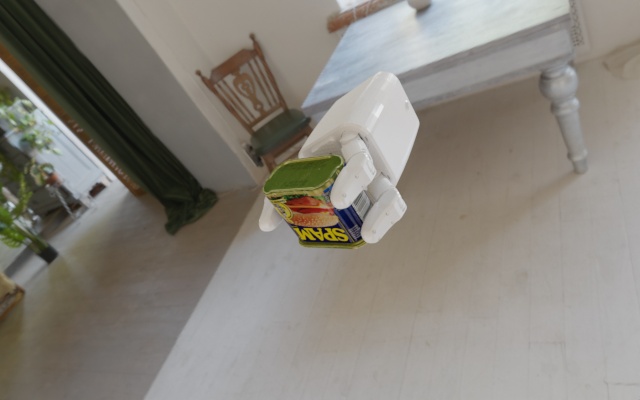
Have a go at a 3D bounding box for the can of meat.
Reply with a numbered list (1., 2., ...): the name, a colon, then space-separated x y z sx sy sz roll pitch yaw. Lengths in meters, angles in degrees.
1. can of meat: 0.000 0.001 0.499 0.102 0.057 0.084 -3 -46 42
